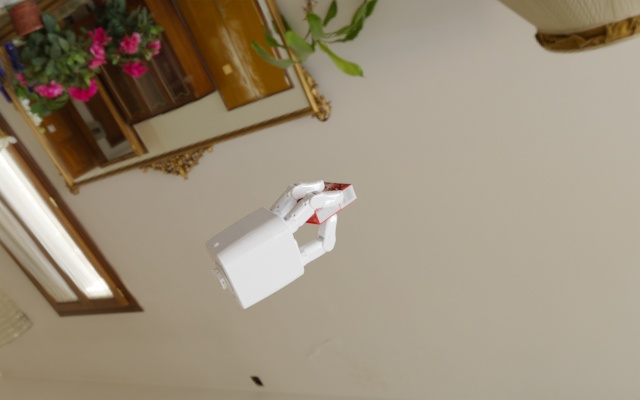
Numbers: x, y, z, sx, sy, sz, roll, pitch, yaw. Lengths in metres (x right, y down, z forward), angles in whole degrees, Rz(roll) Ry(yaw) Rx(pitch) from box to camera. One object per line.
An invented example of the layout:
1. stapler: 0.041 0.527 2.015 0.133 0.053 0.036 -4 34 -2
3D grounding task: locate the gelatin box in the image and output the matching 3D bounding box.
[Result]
1. gelatin box: 0.001 0.003 0.753 0.089 0.030 0.073 -34 25 -32
